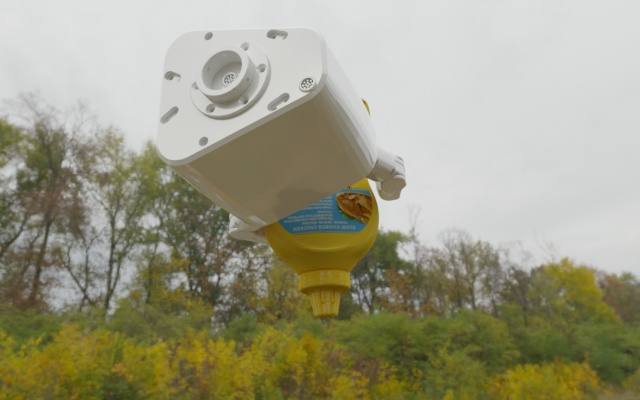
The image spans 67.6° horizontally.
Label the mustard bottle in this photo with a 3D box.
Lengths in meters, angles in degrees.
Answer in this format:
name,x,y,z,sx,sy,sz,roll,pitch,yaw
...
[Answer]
name,x,y,z,sx,sy,sz,roll,pitch,yaw
mustard bottle,0.000,0.001,0.405,0.096,0.191,0.058,0,-22,-6
